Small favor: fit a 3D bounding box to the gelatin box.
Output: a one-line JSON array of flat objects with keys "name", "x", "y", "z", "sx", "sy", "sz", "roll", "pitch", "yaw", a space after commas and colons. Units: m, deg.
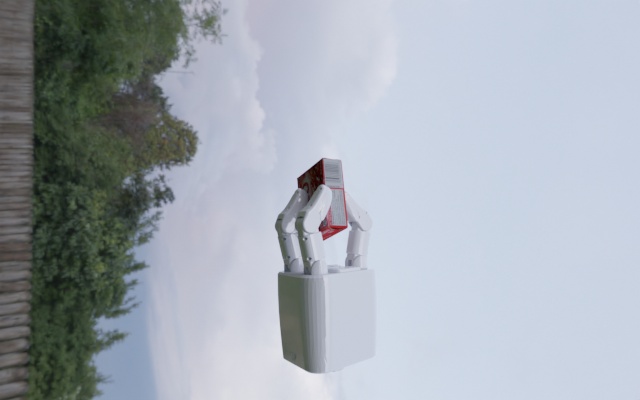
[{"name": "gelatin box", "x": 0.000, "y": 0.002, "z": 0.585, "sx": 0.030, "sy": 0.089, "sz": 0.073, "roll": 4, "pitch": -19, "yaw": -27}]
